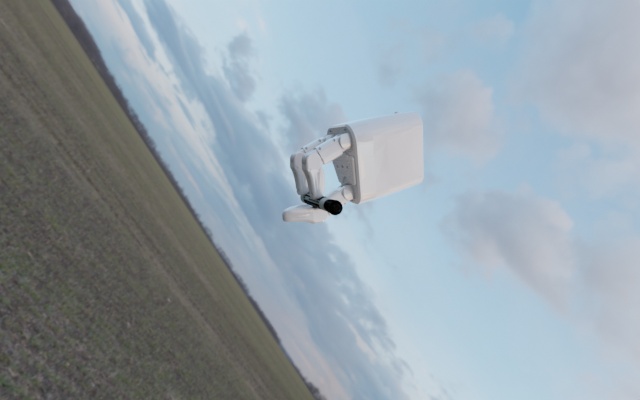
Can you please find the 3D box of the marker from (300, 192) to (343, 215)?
[{"bbox_3d":[0.000,0.002,0.626,0.020,0.020,0.121,0,7,-20],"label":"marker"}]
